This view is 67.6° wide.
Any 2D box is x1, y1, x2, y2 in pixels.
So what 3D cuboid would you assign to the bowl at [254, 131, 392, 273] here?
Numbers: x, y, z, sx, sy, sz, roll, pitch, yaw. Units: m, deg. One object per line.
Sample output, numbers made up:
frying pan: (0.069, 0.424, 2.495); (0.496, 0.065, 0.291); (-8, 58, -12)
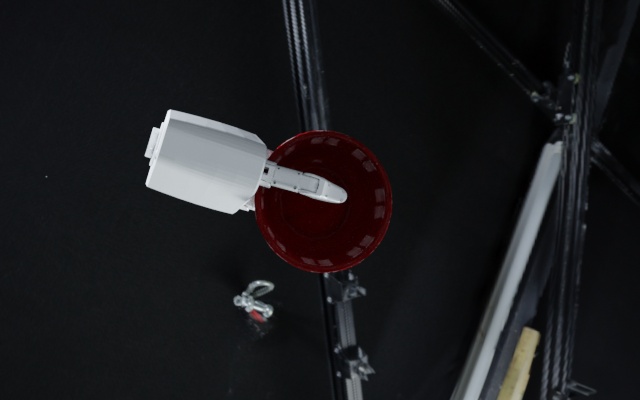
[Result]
bowl: (0.001, 0.003, 0.566); (0.162, 0.162, 0.055); (0, -2, -13)
